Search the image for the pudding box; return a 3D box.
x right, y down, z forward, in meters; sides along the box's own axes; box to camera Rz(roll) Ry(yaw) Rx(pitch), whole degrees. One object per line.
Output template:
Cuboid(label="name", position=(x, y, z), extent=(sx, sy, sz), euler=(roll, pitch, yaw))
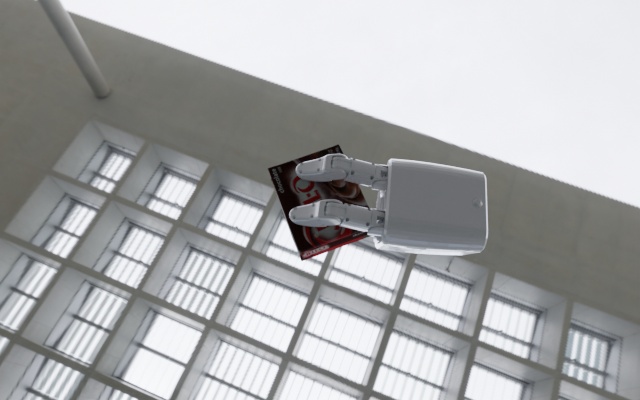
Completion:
Cuboid(label="pudding box", position=(0.000, 0.002, 0.546), extent=(0.090, 0.113, 0.039), euler=(-19, -25, -9))
